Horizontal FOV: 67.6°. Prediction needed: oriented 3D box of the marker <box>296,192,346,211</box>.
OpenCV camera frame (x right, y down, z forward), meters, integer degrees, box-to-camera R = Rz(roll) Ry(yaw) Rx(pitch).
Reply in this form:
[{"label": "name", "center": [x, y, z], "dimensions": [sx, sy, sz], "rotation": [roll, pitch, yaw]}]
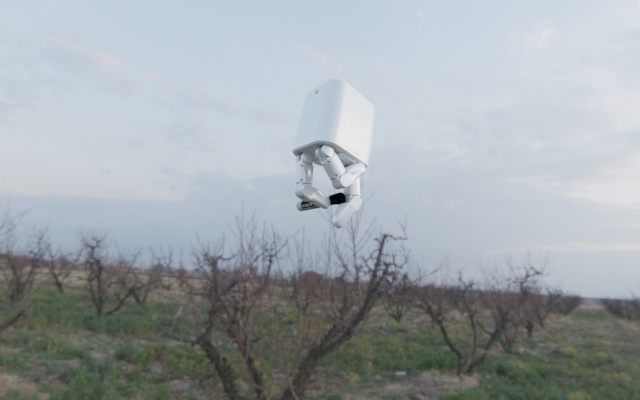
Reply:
[{"label": "marker", "center": [0.000, 0.003, 0.776], "dimensions": [0.020, 0.020, 0.121], "rotation": [0, -7, -35]}]
